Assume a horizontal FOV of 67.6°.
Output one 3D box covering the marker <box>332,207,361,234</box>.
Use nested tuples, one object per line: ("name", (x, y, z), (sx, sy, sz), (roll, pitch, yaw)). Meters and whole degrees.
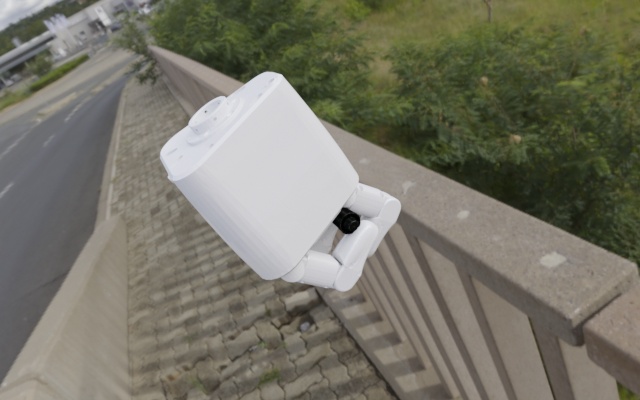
("marker", (0.000, 0.001, 0.420), (0.020, 0.020, 0.121), (0, 18, -26))
